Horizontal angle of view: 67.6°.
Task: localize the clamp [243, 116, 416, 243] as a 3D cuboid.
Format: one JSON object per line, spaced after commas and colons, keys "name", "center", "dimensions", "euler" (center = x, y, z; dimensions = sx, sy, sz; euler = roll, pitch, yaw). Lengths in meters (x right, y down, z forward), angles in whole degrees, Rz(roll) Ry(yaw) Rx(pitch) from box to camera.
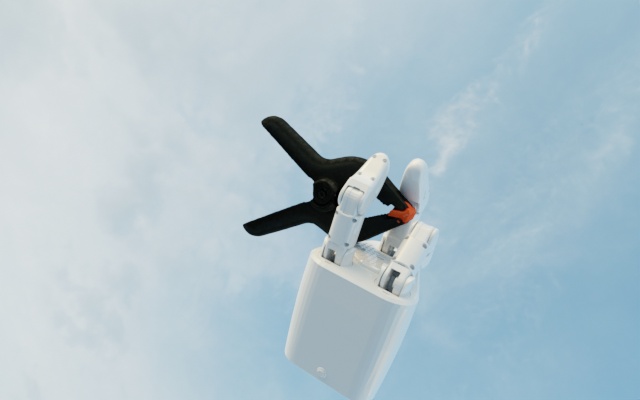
{"name": "clamp", "center": [0.001, 0.001, 0.451], "dimensions": [0.171, 0.120, 0.039], "euler": [25, 19, 23]}
